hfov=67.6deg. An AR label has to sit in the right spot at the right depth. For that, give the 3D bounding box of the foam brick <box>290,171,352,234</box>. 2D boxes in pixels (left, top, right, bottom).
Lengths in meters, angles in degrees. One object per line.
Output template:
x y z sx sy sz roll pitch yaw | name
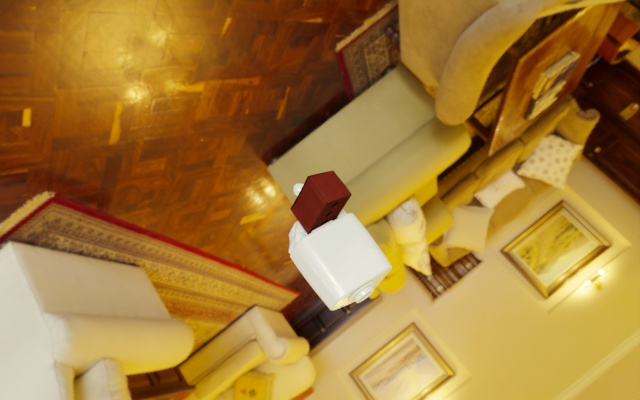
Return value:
0.000 0.002 0.710 0.053 0.051 0.078 -17 -30 -38 | foam brick
